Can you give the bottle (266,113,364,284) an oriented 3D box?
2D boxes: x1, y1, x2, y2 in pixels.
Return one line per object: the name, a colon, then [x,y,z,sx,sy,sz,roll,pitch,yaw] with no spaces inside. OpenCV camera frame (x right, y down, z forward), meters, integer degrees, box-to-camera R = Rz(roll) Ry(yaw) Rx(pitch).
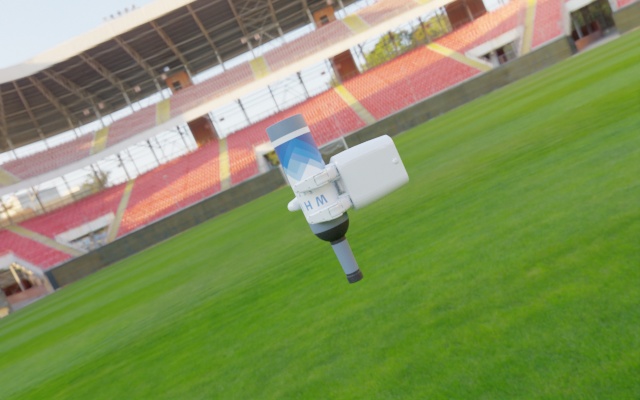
bottle: [0.000,0.002,0.802,0.069,0.296,0.069,-25,5,2]
